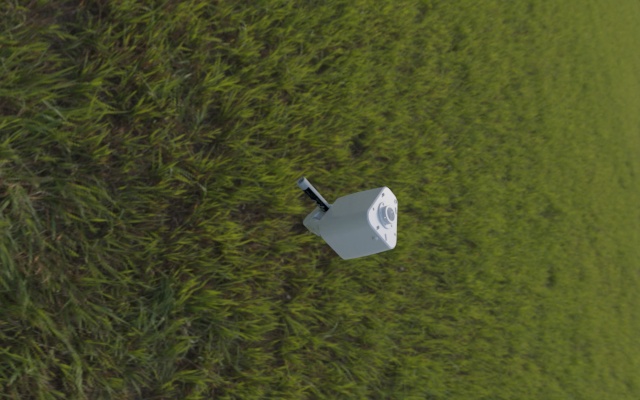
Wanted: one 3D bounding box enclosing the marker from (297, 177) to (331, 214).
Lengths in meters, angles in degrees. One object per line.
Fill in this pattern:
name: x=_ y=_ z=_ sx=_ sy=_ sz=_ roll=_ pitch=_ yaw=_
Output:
marker: x=0.000 y=0.003 z=0.878 sx=0.020 sy=0.020 sz=0.121 roll=0 pitch=-39 yaw=49
